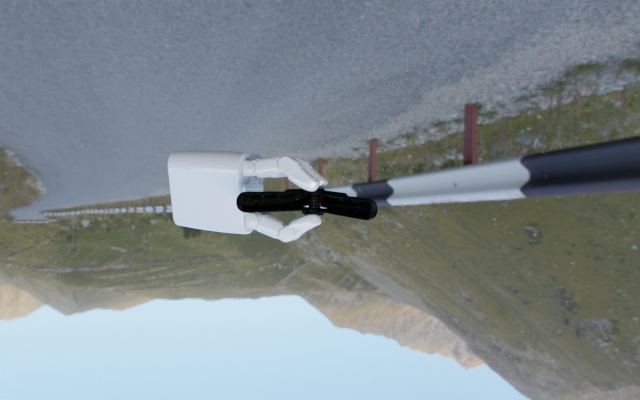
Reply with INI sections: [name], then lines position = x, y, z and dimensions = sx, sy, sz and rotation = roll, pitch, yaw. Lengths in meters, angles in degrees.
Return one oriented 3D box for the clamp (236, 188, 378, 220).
[clamp]
position = 0.000, 0.003, 0.638
dimensions = 0.164, 0.036, 0.210
rotation = 5, 4, 11
